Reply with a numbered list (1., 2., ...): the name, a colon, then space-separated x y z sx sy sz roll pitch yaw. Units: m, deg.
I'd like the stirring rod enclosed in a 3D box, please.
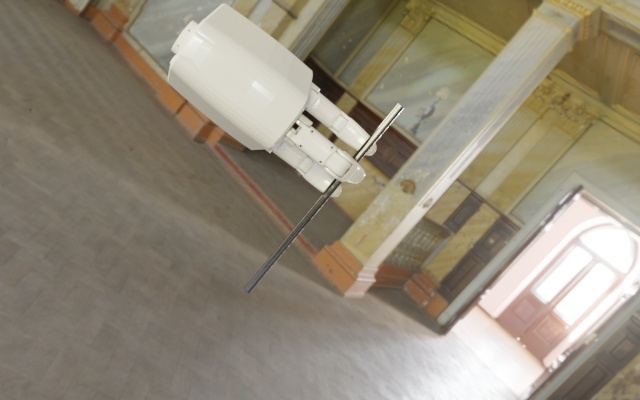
1. stirring rod: 0.000 0.002 0.473 0.011 0.239 0.011 38 10 -8
